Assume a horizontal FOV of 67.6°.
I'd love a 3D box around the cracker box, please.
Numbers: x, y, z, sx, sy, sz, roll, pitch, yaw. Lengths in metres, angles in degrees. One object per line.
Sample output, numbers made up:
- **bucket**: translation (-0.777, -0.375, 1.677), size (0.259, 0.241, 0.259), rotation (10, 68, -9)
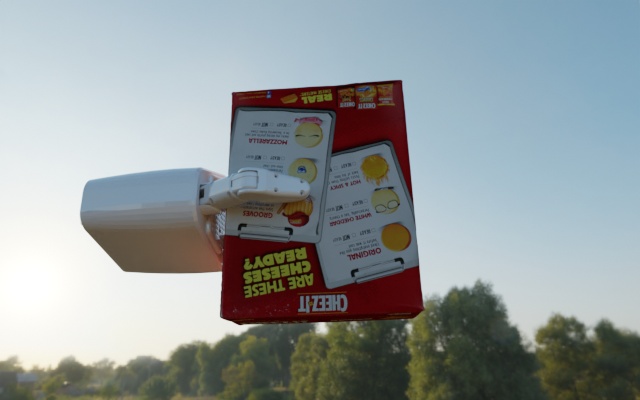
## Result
- **cracker box**: translation (0.000, 0.001, 0.439), size (0.164, 0.213, 0.072), rotation (-3, -20, 5)
